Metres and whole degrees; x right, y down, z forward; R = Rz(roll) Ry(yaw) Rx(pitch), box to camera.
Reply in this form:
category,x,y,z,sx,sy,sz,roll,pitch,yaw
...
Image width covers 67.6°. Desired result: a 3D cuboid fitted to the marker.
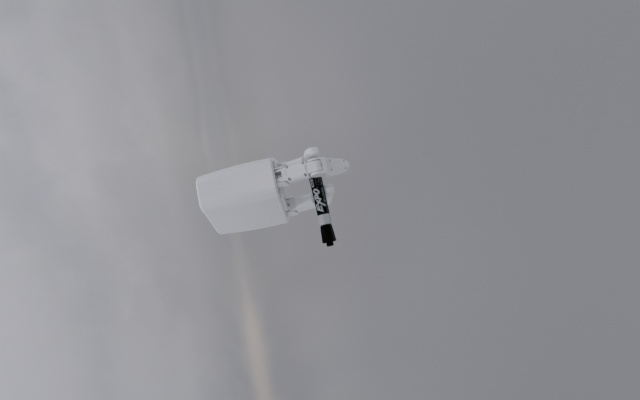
category,x,y,z,sx,sy,sz,roll,pitch,yaw
marker,0.000,0.002,0.638,0.020,0.121,0.020,-12,-13,-3
